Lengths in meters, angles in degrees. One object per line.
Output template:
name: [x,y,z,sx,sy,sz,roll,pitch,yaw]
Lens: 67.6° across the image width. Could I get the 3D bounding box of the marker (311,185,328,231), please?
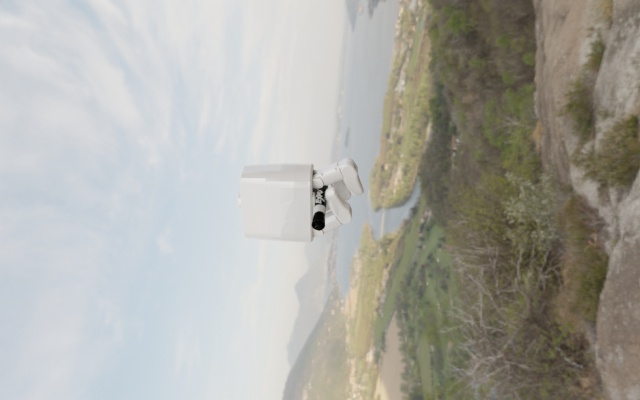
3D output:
marker: [0.000,0.002,0.681,0.020,0.020,0.121,0,35,4]
